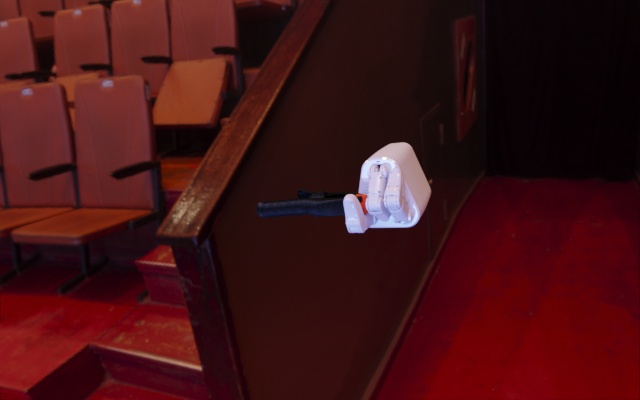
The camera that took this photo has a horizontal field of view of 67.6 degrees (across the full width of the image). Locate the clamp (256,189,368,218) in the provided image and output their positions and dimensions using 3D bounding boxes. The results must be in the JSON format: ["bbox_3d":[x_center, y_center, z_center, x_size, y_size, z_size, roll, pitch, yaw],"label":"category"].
[{"bbox_3d":[0.000,0.002,0.743,0.171,0.039,0.120,1,19,25],"label":"clamp"}]
